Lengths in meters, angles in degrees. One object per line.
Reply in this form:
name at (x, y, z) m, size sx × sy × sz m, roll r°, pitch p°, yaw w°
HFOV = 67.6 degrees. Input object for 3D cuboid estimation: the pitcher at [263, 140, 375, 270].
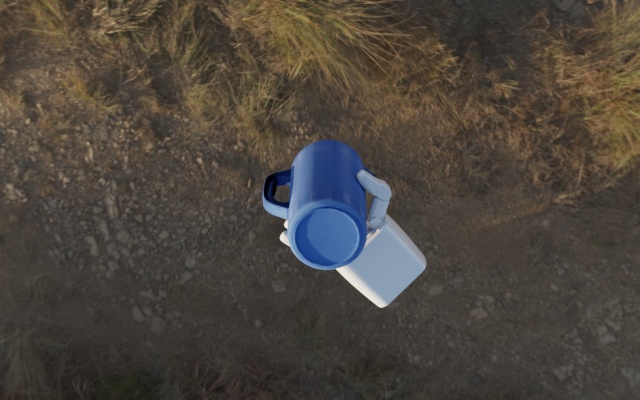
pitcher at (0.000, 0.003, 0.742) m, size 0.149 × 0.145 × 0.242 m, roll -41°, pitch 16°, yaw 17°
